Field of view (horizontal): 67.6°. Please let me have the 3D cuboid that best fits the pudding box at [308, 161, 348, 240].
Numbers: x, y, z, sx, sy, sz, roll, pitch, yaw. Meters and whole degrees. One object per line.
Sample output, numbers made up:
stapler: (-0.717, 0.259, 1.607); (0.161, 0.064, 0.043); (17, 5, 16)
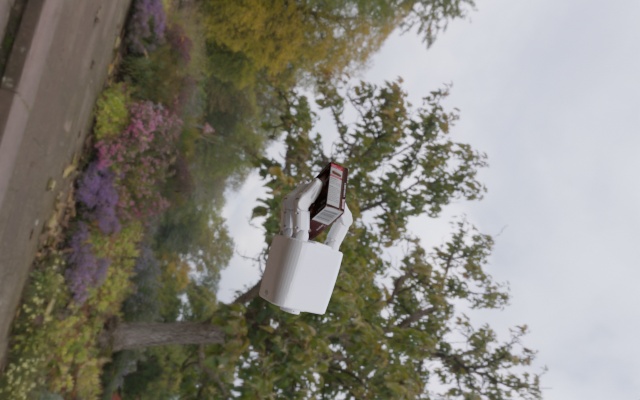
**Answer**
pudding box: (0.000, 0.003, 0.790); (0.039, 0.090, 0.113); (23, -37, -23)
